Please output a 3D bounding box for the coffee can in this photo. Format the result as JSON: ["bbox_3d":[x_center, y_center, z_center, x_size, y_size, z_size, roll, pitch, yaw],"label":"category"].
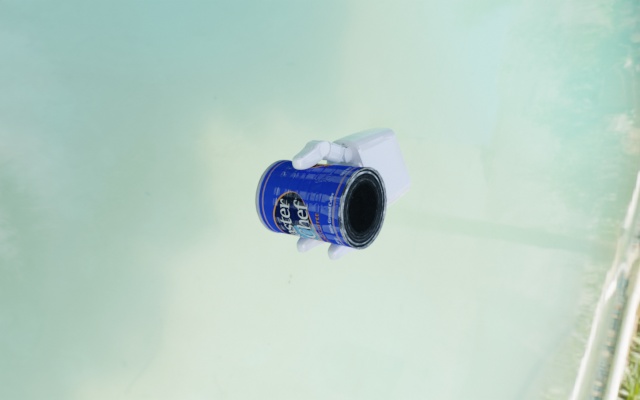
[{"bbox_3d":[0.000,0.002,0.622,0.140,0.103,0.103,8,5,38],"label":"coffee can"}]
